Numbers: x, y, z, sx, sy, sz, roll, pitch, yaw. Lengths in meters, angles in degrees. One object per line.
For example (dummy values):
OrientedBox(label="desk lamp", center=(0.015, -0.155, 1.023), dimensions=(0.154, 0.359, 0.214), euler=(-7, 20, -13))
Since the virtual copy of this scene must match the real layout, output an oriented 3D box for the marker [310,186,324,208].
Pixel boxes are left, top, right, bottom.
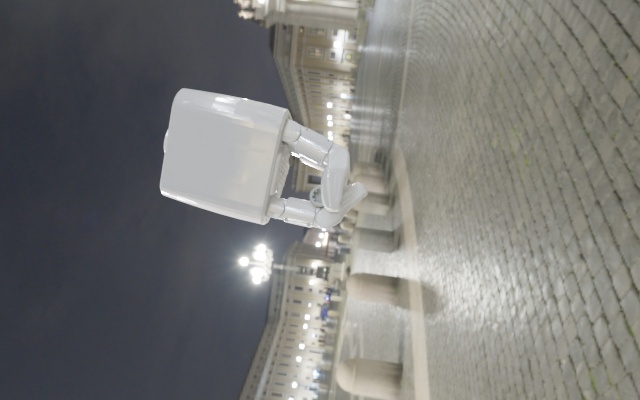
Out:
OrientedBox(label="marker", center=(0.000, 0.002, 0.509), dimensions=(0.020, 0.020, 0.121), euler=(0, -5, 1))
